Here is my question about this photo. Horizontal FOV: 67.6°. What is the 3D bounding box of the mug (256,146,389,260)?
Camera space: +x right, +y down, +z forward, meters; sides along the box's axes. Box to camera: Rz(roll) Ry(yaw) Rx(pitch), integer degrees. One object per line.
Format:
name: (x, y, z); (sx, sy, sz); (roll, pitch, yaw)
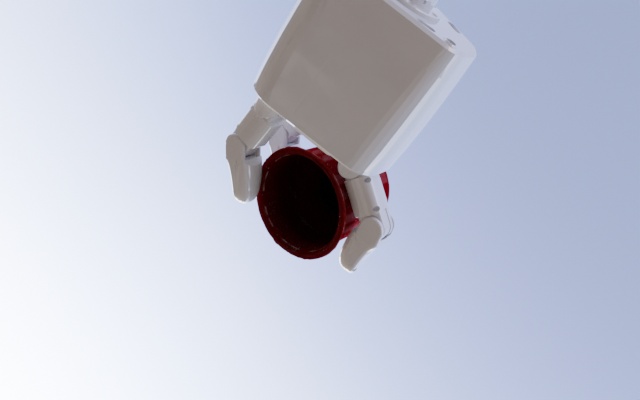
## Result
mug: (0.000, 0.002, 0.419); (0.081, 0.093, 0.117); (-21, -24, -49)
